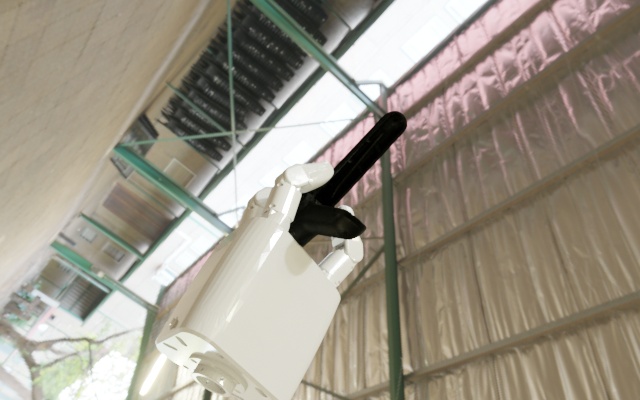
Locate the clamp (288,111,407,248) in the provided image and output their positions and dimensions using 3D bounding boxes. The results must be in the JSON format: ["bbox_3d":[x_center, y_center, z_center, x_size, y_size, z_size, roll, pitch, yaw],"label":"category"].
[{"bbox_3d":[0.000,0.002,0.475,0.036,0.164,0.210,42,-39,-13],"label":"clamp"}]
